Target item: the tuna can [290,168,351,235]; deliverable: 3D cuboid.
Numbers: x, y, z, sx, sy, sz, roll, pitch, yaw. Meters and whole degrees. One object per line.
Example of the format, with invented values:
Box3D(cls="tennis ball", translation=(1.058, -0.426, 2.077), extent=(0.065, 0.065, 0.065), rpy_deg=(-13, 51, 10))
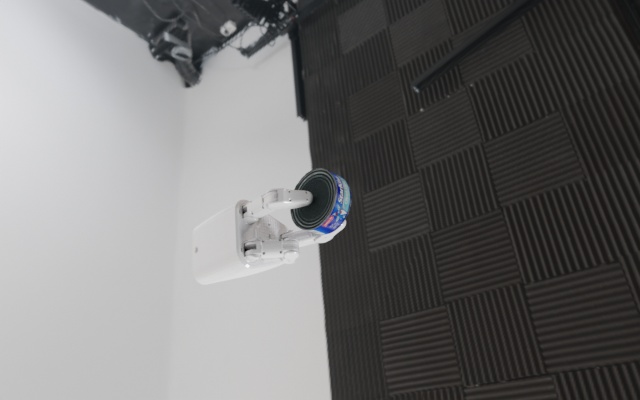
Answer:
Box3D(cls="tuna can", translation=(0.001, 0.002, 0.642), extent=(0.034, 0.086, 0.086), rpy_deg=(22, -15, -42))
